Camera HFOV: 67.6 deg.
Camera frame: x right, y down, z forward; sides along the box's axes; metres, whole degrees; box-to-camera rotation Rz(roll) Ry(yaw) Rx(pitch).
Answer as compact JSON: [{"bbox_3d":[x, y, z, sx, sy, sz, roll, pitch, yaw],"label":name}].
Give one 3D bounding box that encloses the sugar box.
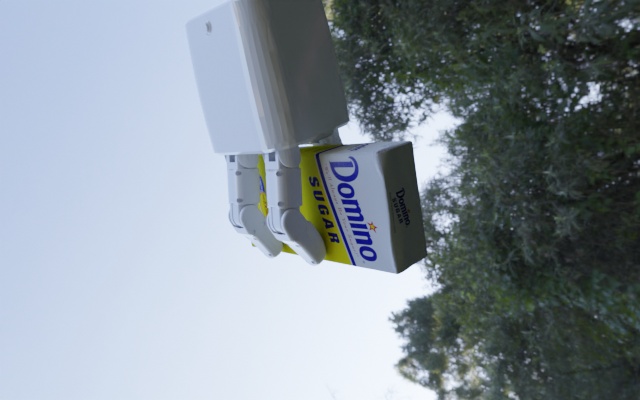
[{"bbox_3d":[0.000,0.001,0.402,0.048,0.093,0.176,-22,17,-39],"label":"sugar box"}]
